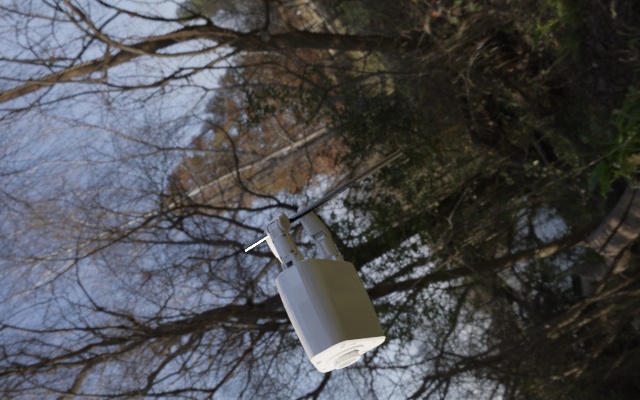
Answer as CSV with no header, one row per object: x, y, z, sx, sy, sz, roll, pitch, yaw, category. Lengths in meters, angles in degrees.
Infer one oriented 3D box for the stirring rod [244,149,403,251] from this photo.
0.000,0.002,0.616,0.239,0.011,0.011,-32,-7,11,stirring rod
